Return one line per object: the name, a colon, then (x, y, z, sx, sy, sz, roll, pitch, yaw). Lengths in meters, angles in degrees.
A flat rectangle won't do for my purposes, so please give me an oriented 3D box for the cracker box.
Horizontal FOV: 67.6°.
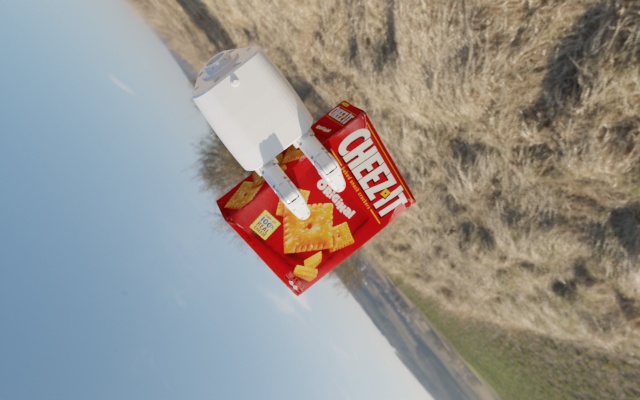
cracker box: (0.000, 0.002, 0.629, 0.213, 0.164, 0.072, -38, 33, -3)
